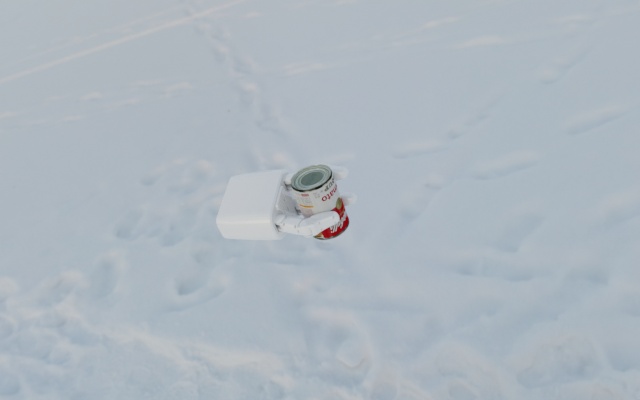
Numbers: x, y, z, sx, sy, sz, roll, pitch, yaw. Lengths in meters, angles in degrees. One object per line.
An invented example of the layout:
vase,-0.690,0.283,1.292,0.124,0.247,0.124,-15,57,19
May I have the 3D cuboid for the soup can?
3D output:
soup can,0.000,0.002,0.751,0.068,0.102,0.068,-14,36,10
